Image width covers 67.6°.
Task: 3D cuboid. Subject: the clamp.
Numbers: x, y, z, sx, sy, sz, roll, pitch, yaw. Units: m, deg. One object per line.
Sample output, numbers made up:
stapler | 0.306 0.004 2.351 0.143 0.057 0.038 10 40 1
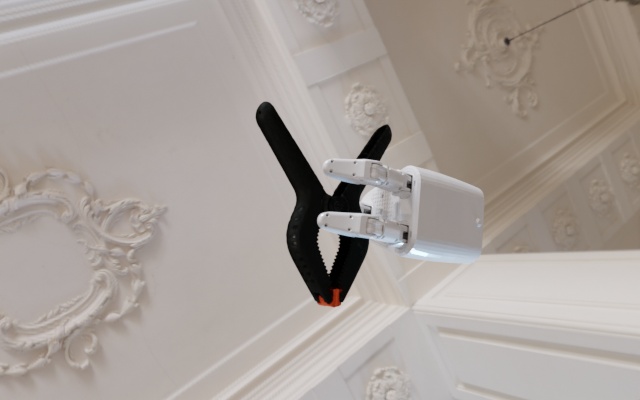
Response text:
clamp | 0.000 0.002 0.496 0.164 0.210 0.036 12 -13 -28
